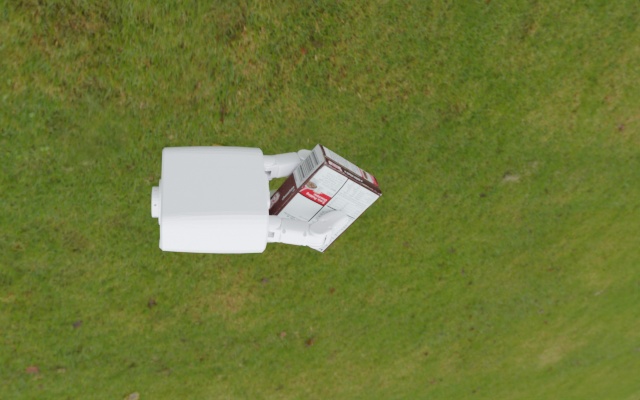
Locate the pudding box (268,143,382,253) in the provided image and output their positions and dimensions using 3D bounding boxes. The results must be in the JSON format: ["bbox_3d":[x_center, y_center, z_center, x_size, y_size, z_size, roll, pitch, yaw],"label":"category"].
[{"bbox_3d":[0.000,0.002,0.552,0.090,0.039,0.113,27,-59,-32],"label":"pudding box"}]
